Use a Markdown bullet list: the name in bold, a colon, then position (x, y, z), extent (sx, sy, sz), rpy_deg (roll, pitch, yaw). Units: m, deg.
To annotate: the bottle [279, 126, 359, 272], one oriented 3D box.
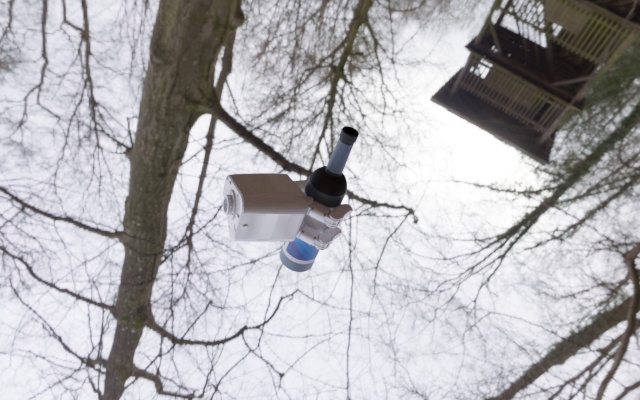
- **bottle**: position (0.000, 0.003, 0.809), extent (0.069, 0.296, 0.069), rpy_deg (14, 39, -11)
